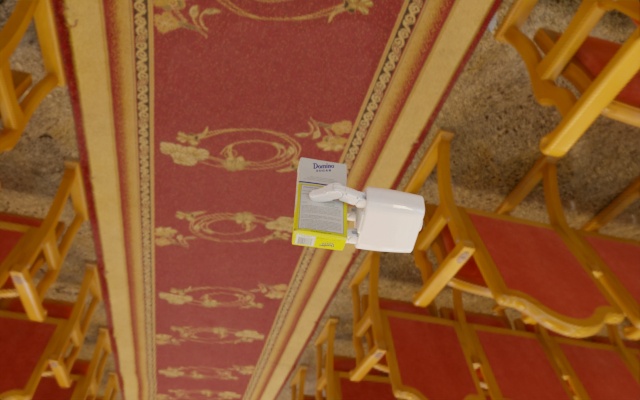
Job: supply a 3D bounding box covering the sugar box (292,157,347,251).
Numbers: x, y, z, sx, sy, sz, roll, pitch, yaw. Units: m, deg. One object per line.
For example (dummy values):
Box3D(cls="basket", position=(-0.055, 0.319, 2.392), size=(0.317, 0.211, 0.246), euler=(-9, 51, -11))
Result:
Box3D(cls="sugar box", position=(0.000, 0.003, 0.870), size=(0.093, 0.176, 0.048), euler=(9, -43, -7))
